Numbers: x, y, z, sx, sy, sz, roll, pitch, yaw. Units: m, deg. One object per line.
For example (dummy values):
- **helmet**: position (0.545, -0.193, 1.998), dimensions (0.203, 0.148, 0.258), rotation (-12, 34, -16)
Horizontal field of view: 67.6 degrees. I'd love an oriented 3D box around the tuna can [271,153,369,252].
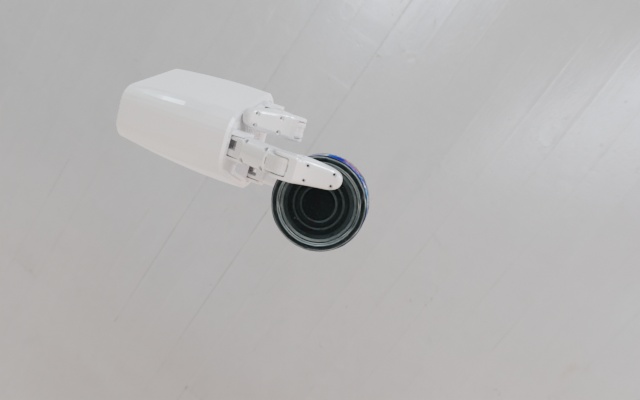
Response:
- **tuna can**: position (0.000, 0.001, 0.424), dimensions (0.086, 0.086, 0.033), rotation (0, 7, 8)
